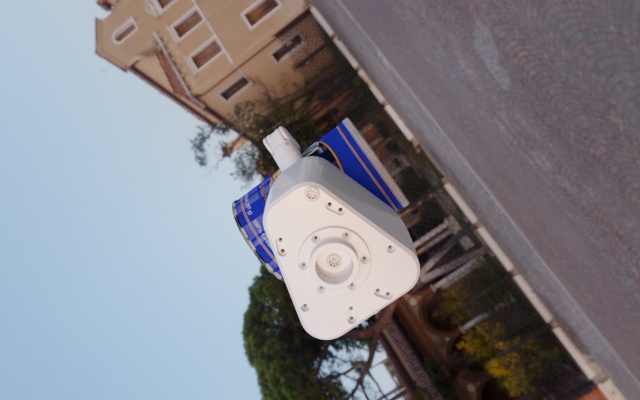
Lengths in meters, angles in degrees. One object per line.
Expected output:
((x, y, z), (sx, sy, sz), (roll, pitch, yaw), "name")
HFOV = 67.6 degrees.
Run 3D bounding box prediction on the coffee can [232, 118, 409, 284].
((0.000, 0.001, 0.470), (0.140, 0.103, 0.103), (-36, -6, 8), "coffee can")
